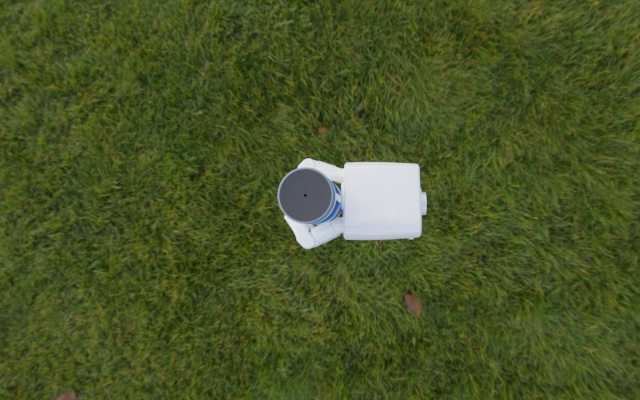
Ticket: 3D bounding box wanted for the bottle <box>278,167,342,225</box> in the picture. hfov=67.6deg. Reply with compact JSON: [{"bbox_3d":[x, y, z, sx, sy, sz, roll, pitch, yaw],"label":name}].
[{"bbox_3d":[0.000,0.002,0.702,0.069,0.069,0.296,0,-3,7],"label":"bottle"}]
